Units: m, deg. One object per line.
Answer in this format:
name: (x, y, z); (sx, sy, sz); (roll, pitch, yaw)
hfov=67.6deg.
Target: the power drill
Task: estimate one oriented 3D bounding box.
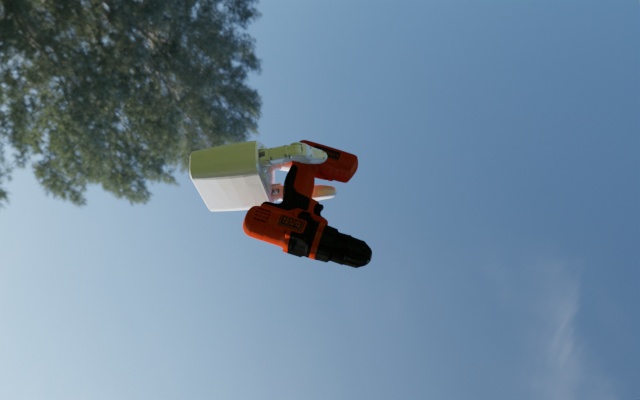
power drill: (0.000, 0.002, 0.705); (0.184, 0.187, 0.057); (18, -40, 2)
